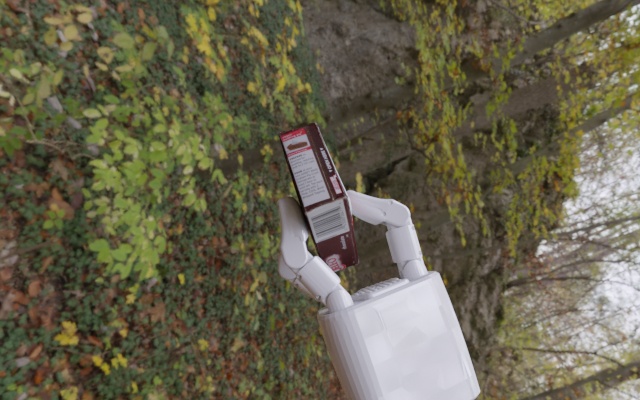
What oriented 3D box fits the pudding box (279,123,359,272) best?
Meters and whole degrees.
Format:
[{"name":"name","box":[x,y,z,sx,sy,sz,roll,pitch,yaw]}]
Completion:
[{"name":"pudding box","box":[0.000,0.001,0.429,0.039,0.090,0.114,-18,-36,-4]}]
